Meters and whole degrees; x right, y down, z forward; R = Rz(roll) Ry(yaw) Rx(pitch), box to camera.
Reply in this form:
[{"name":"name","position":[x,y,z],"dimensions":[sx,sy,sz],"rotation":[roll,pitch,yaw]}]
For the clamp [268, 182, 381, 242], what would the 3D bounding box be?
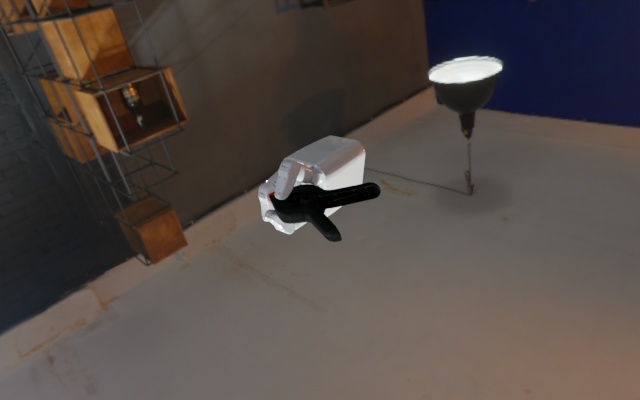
[{"name":"clamp","position":[0.000,0.003,0.695],"dimensions":[0.171,0.039,0.120],"rotation":[17,40,43]}]
